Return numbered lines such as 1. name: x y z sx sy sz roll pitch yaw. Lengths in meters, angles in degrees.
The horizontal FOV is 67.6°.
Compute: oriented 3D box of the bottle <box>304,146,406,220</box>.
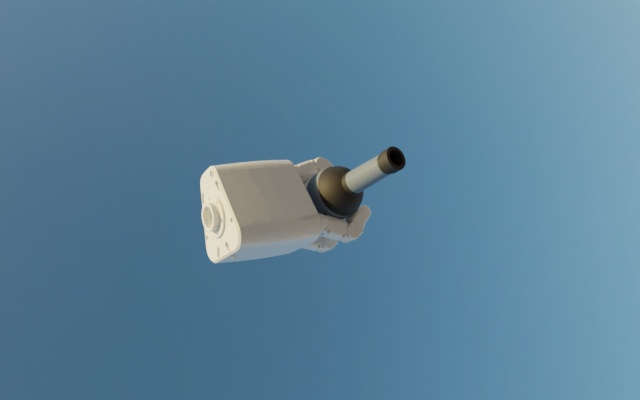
1. bottle: 0.000 0.002 0.621 0.069 0.069 0.296 0 -19 -35
